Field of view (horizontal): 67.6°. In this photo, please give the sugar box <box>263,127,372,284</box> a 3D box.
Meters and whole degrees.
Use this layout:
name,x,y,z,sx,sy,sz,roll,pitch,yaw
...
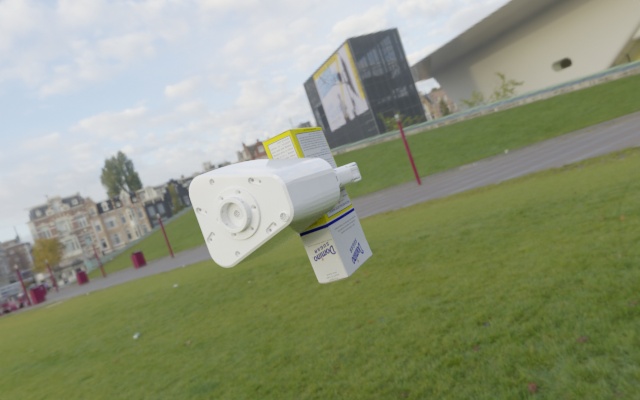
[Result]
name,x,y,z,sx,sy,sz,roll,pitch,yaw
sugar box,0.000,0.002,0.568,0.048,0.176,0.093,-18,2,26
